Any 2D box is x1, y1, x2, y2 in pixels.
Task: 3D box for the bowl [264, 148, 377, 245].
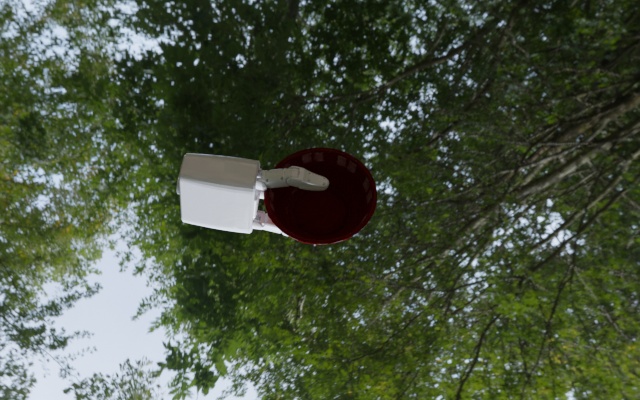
[{"bbox_3d":[0.001,0.003,0.697,0.162,0.162,0.055,0,-31,1],"label":"bowl"}]
